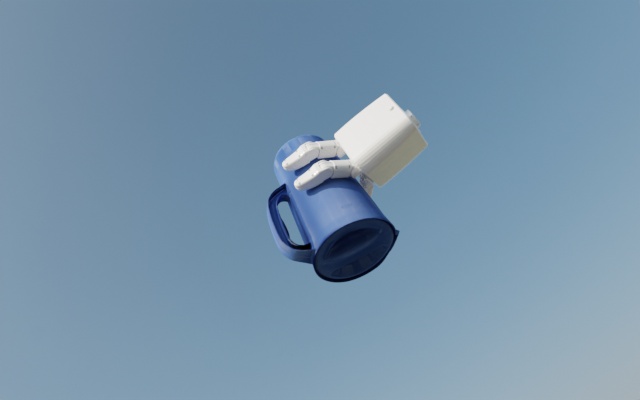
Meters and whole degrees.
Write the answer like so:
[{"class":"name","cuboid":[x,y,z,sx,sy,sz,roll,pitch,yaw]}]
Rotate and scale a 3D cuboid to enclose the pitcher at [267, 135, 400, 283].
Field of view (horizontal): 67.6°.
[{"class":"pitcher","cuboid":[0.000,0.002,0.764,0.145,0.242,0.149,-40,-43,11]}]
